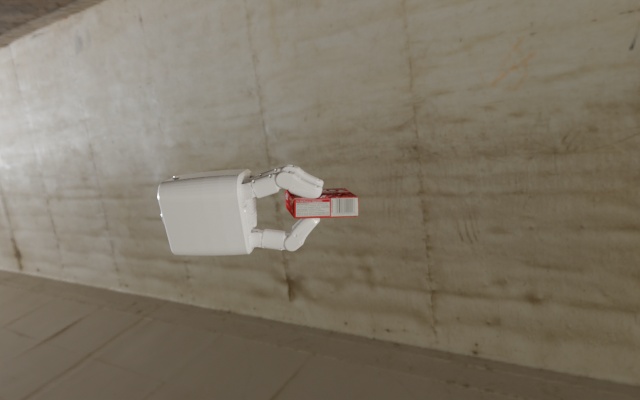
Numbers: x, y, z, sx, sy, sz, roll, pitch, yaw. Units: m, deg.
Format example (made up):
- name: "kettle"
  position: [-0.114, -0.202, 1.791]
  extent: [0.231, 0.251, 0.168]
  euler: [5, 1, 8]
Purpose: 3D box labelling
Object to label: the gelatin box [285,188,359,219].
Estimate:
- name: "gelatin box"
  position: [0.000, 0.003, 0.648]
  extent: [0.089, 0.030, 0.073]
  euler: [-1, 10, -11]
